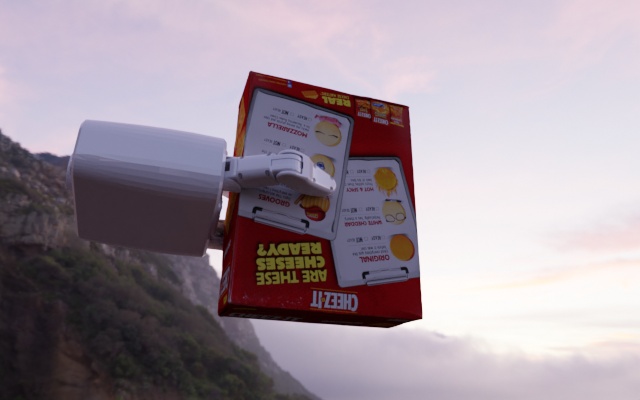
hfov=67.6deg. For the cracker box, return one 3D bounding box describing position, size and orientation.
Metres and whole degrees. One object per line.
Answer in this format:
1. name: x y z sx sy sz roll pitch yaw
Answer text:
1. cracker box: 0.000 0.001 0.438 0.164 0.213 0.072 9 -24 -17
